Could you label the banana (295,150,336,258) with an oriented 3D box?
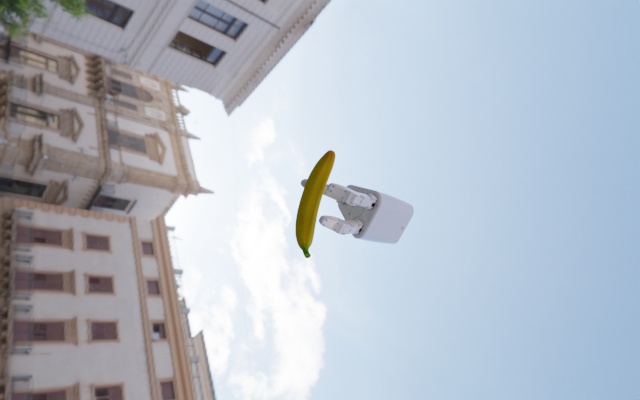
[{"bbox_3d":[-0.012,0.005,0.871,0.037,0.198,0.069,16,-7,-36],"label":"banana"}]
